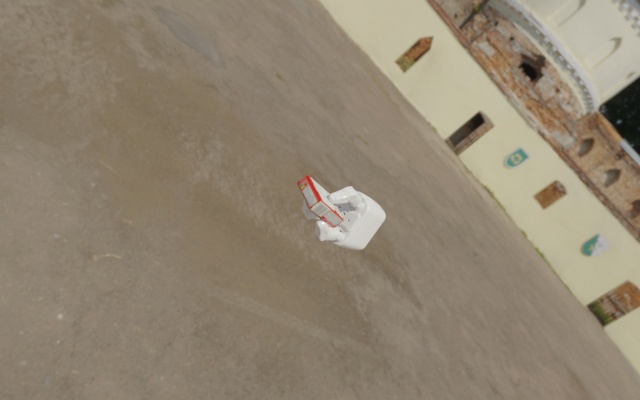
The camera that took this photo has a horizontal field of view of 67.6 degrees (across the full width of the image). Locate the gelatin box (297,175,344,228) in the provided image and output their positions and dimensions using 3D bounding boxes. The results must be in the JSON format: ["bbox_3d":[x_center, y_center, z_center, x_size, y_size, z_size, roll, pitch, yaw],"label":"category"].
[{"bbox_3d":[0.000,0.003,0.897,0.030,0.073,0.089,-37,-41,11],"label":"gelatin box"}]
